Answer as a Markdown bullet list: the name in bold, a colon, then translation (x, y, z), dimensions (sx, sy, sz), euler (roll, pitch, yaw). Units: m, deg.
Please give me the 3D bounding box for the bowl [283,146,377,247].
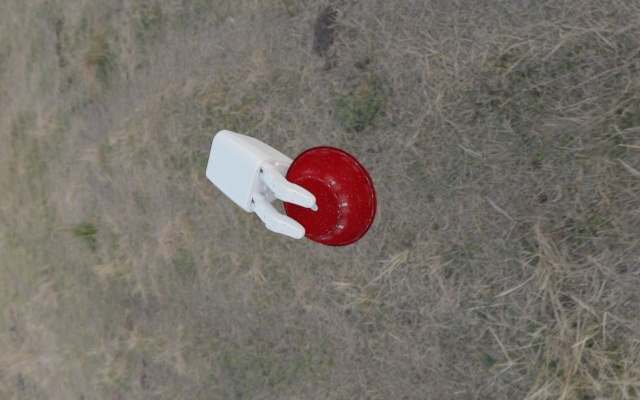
- **bowl**: translation (0.001, 0.003, 0.714), dimensions (0.162, 0.162, 0.055), euler (0, 16, 30)
